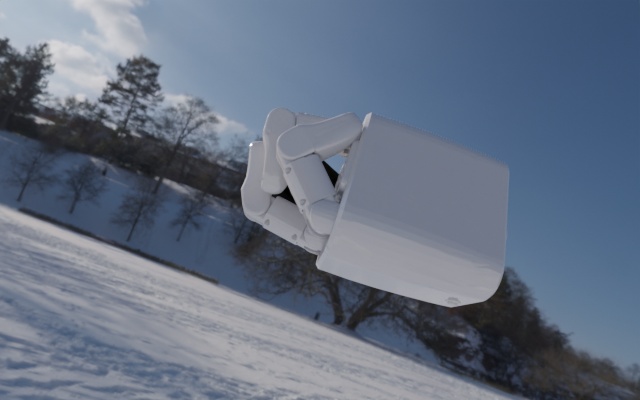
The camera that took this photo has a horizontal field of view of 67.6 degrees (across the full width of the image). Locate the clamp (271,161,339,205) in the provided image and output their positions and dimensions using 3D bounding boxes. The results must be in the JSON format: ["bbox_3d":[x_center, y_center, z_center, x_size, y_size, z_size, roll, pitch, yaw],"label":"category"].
[{"bbox_3d":[0.000,0.001,0.426,0.120,0.039,0.171,17,-11,-1],"label":"clamp"}]
